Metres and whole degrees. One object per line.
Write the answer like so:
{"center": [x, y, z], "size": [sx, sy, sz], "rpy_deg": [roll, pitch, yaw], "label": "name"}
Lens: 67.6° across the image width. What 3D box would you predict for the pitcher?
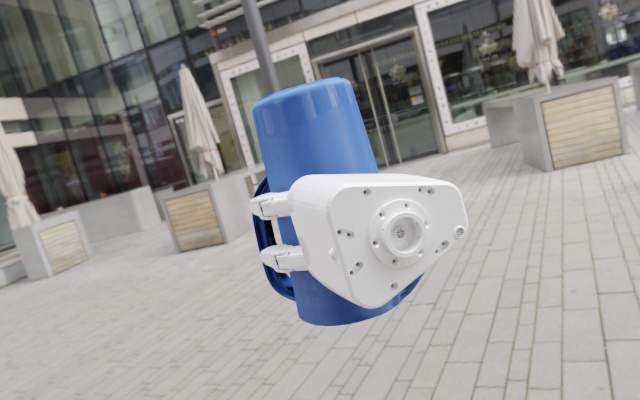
{"center": [0.000, 0.002, 0.520], "size": [0.149, 0.243, 0.145], "rpy_deg": [-18, 9, -14], "label": "pitcher"}
